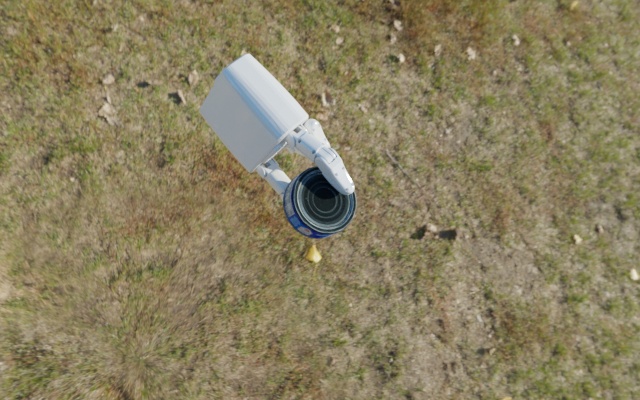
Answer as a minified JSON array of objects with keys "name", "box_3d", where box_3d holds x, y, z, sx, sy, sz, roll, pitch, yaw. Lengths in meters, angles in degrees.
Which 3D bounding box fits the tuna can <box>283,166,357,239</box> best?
[{"name":"tuna can","box_3d":[0.000,0.002,0.580,0.086,0.086,0.034,0,-13,-24]}]
